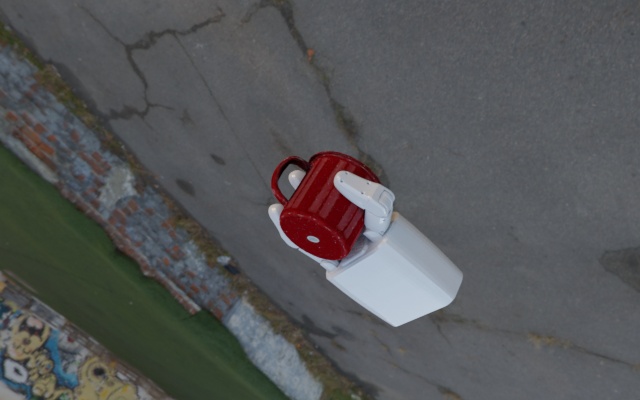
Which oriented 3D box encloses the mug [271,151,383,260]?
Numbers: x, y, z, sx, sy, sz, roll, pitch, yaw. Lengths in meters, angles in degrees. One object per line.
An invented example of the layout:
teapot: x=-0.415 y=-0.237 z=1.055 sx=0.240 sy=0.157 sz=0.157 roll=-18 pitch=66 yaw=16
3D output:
mug: x=-0.001 y=0.001 z=0.501 sx=0.117 sy=0.081 sz=0.093 roll=38 pitch=-30 yaw=-11
